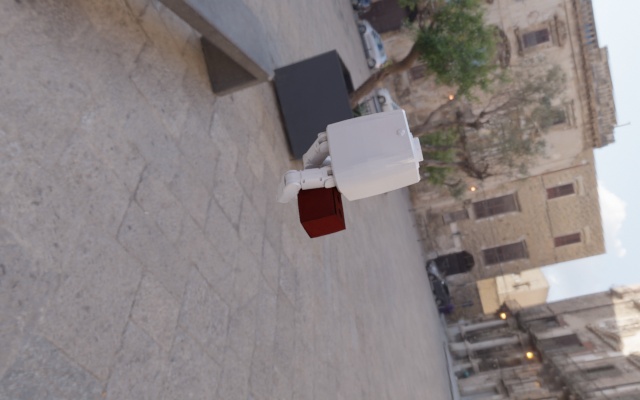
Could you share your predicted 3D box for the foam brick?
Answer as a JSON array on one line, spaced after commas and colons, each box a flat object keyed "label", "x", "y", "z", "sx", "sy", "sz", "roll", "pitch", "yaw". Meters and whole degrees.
[{"label": "foam brick", "x": 0.000, "y": 0.002, "z": 0.646, "sx": 0.051, "sy": 0.078, "sz": 0.053, "roll": -13, "pitch": -29, "yaw": 10}]
